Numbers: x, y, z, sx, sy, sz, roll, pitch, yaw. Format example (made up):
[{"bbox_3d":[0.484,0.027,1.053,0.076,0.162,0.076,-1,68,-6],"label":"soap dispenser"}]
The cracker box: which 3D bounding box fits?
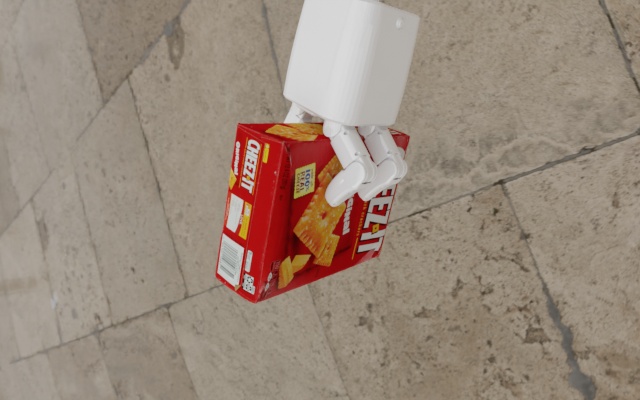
[{"bbox_3d":[0.000,0.002,0.516,0.072,0.164,0.213,27,24,35],"label":"cracker box"}]
